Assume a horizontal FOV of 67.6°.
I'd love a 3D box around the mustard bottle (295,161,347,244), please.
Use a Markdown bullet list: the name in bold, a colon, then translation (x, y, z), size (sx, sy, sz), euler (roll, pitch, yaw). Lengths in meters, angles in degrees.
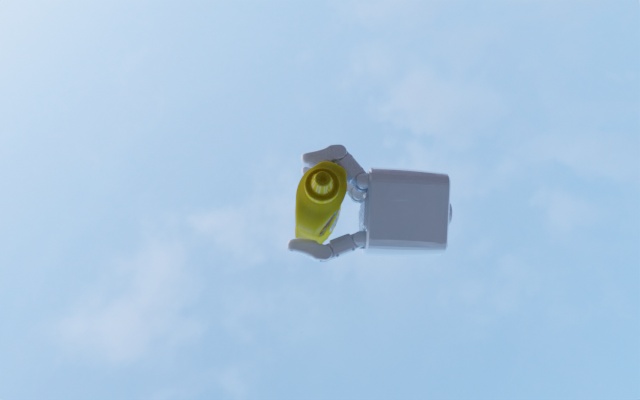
- **mustard bottle**: translation (0.000, 0.002, 0.618), size (0.058, 0.096, 0.192), euler (26, -15, 5)
